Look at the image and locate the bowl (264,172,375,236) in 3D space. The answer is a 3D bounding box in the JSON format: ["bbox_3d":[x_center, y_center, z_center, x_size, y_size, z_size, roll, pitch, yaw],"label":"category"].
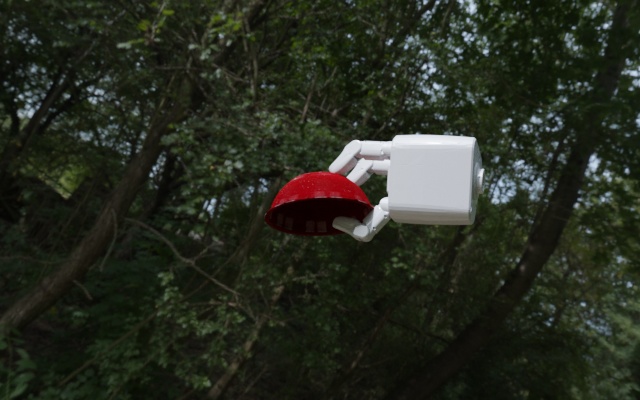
[{"bbox_3d":[-0.001,0.002,0.692,0.162,0.055,0.162,-2,-22,-1],"label":"bowl"}]
